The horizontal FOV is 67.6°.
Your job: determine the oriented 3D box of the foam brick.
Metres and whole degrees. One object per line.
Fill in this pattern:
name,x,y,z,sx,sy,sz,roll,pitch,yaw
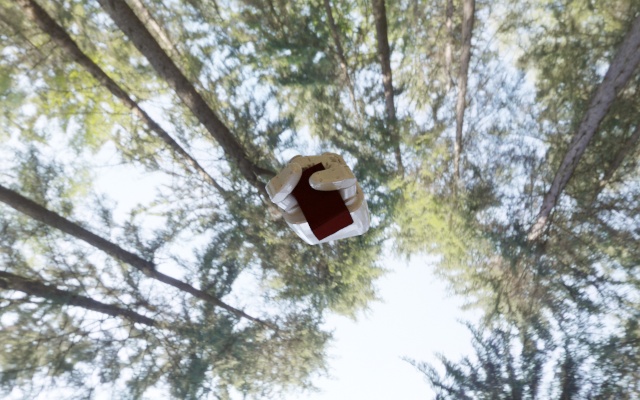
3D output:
foam brick,0.000,0.002,0.603,0.053,0.078,0.051,-28,-26,1
